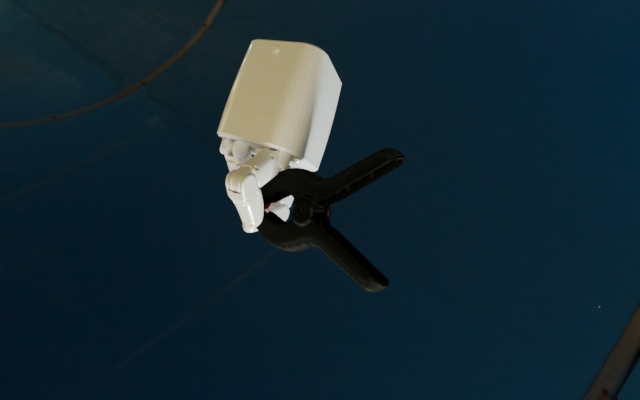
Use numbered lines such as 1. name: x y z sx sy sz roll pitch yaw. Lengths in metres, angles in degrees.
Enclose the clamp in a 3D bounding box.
1. clamp: 0.000 0.002 0.438 0.171 0.120 0.039 16 -4 32
